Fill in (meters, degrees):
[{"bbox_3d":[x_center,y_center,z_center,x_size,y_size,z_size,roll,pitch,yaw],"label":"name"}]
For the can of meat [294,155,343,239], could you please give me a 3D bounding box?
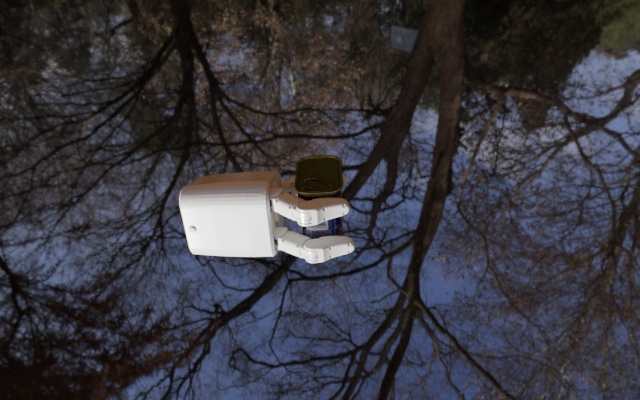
[{"bbox_3d":[0.000,0.002,0.600,0.057,0.084,0.102,-2,30,1],"label":"can of meat"}]
